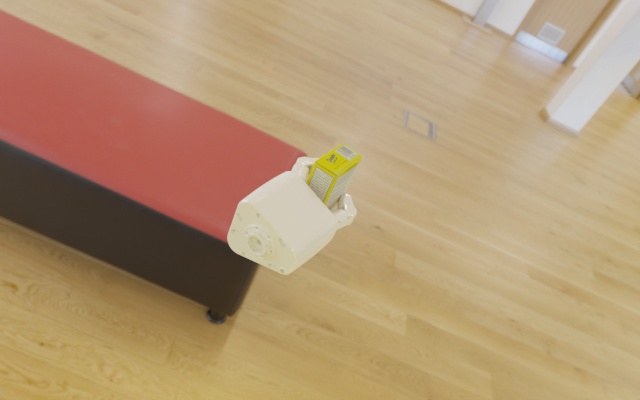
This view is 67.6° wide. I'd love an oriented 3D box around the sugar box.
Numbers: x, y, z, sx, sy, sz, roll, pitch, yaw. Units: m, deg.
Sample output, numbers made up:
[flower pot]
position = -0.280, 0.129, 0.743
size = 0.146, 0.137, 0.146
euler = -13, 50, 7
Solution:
[sugar box]
position = 0.000, 0.002, 0.756
size = 0.048, 0.176, 0.093
euler = 36, 36, 13
